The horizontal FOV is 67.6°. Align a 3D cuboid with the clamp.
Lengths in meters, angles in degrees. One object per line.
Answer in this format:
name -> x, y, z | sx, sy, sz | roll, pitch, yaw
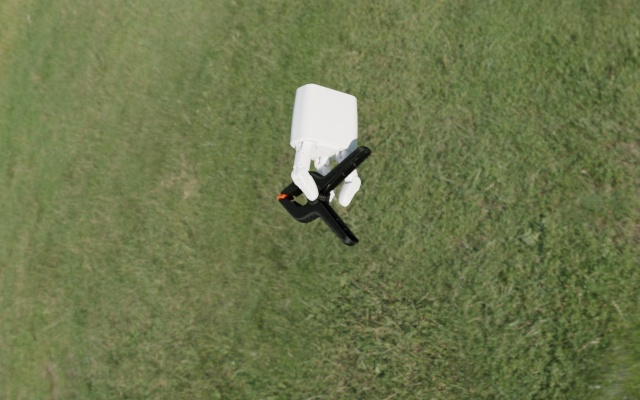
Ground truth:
clamp -> -0.001, 0.002, 0.828 | 0.036, 0.164, 0.210 | 19, -21, -42
